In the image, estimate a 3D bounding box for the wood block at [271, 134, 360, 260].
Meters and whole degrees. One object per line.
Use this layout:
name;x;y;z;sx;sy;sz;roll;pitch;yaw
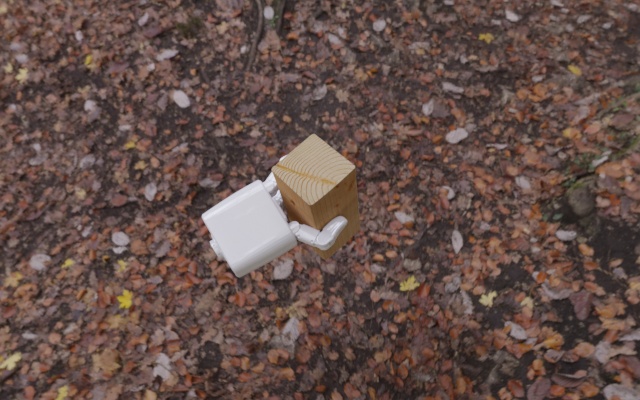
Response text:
wood block;0.000;0.003;0.772;0.090;0.090;0.206;42;-16;24
